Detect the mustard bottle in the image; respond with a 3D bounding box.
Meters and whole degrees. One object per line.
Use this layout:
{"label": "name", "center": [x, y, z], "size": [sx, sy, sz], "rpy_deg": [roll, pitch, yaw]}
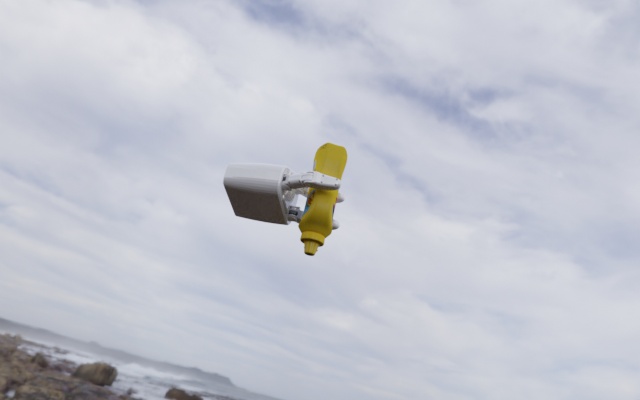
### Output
{"label": "mustard bottle", "center": [0.001, 0.003, 0.822], "size": [0.058, 0.191, 0.096], "rpy_deg": [16, -23, -7]}
